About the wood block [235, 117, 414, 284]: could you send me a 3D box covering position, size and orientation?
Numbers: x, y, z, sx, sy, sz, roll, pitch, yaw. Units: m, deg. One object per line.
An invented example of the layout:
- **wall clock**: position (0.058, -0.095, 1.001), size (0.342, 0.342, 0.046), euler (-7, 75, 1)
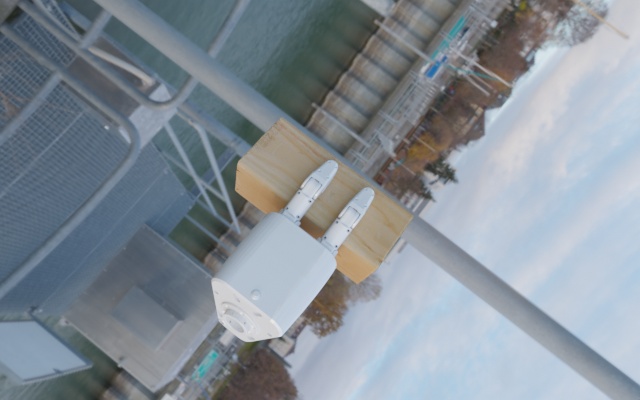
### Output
- **wood block**: position (0.000, 0.002, 0.612), size (0.206, 0.090, 0.091), euler (37, -24, 4)
